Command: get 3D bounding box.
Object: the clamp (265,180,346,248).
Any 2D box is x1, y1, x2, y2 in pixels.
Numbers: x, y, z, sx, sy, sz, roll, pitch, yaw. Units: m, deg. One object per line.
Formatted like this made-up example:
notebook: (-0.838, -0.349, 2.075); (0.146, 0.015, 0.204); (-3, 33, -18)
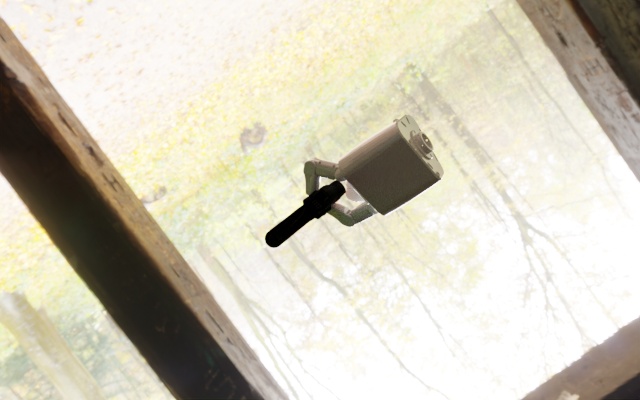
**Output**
clamp: (0.000, 0.003, 0.668); (0.120, 0.039, 0.171); (-33, 4, 30)
